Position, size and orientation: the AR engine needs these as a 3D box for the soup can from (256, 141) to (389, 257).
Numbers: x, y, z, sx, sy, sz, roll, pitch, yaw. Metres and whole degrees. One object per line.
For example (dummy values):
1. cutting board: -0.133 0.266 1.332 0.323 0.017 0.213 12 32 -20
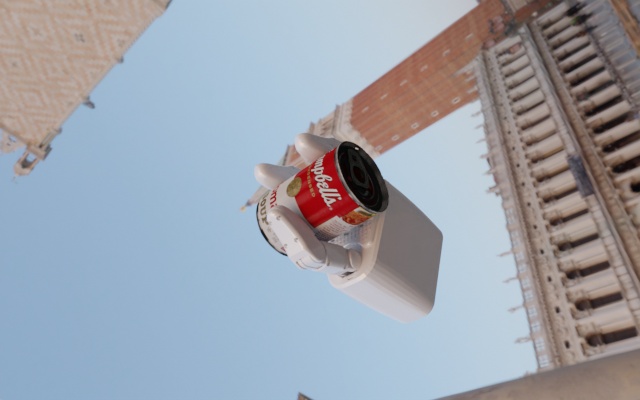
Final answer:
1. soup can: 0.000 0.001 0.427 0.102 0.068 0.068 -31 -18 32
